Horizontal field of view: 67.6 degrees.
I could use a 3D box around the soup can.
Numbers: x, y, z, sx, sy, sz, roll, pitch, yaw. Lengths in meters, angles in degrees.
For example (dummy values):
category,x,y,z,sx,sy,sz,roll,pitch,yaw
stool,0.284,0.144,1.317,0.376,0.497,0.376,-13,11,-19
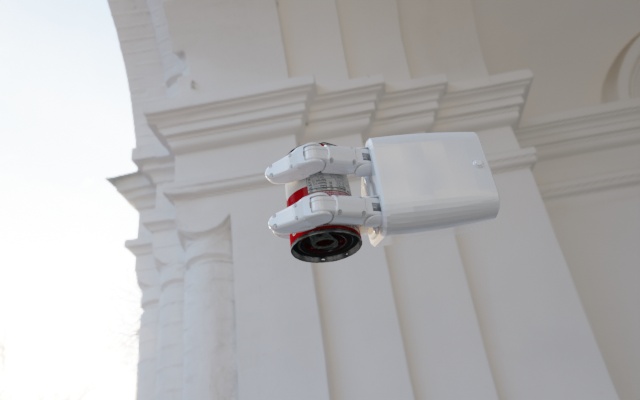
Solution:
category,x,y,z,sx,sy,sz,roll,pitch,yaw
soup can,0.000,0.001,0.473,0.068,0.102,0.068,-6,-30,-3
